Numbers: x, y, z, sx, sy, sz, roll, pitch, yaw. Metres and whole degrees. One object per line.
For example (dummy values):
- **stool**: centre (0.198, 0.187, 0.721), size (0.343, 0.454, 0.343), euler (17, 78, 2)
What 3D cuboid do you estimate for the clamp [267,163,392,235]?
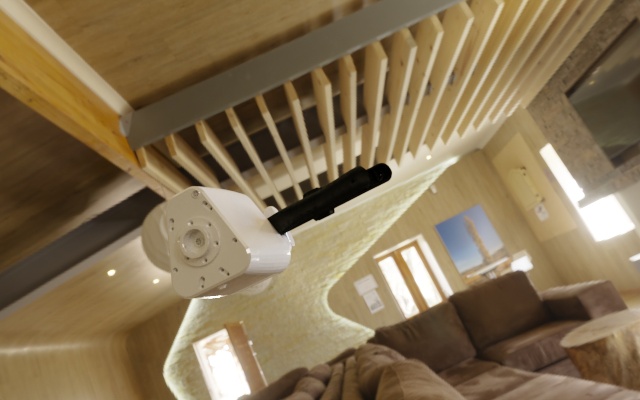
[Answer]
- **clamp**: centre (0.000, 0.001, 0.550), size (0.171, 0.039, 0.120), euler (-30, -10, 12)
